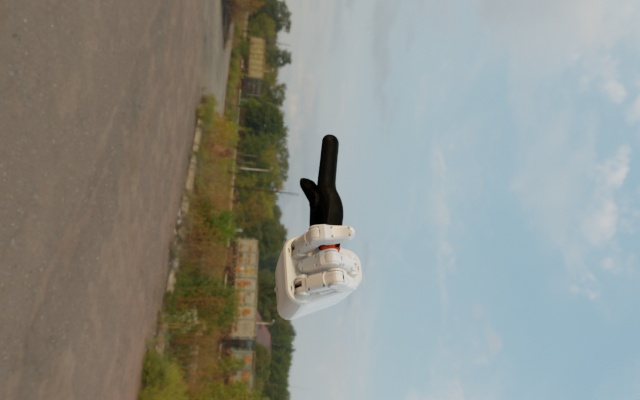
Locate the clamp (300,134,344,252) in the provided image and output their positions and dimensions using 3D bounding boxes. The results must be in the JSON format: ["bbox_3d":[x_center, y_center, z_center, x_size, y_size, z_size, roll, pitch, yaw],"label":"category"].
[{"bbox_3d":[0.001,0.002,0.700,0.039,0.171,0.120,7,-28,-15],"label":"clamp"}]
